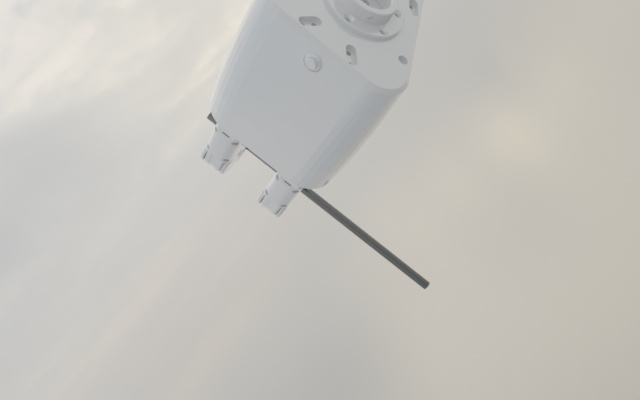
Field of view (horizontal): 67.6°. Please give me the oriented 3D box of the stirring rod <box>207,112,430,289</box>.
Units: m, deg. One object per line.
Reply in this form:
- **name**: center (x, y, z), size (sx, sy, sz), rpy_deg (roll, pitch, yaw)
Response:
- **stirring rod**: center (0.000, 0.001, 0.415), size (0.239, 0.011, 0.011), rpy_deg (38, -3, -4)
